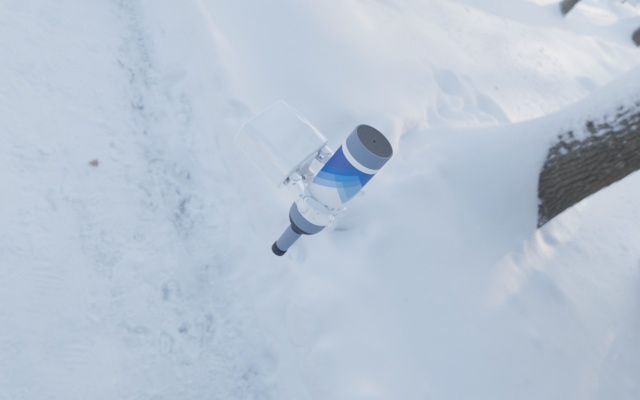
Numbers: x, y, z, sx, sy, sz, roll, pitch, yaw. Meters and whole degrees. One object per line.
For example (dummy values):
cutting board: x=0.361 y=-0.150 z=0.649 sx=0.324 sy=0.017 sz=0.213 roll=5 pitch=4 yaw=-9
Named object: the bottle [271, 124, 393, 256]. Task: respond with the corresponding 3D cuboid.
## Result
bottle: x=0.000 y=0.002 z=0.766 sx=0.069 sy=0.069 sz=0.296 roll=0 pitch=-36 yaw=-40
